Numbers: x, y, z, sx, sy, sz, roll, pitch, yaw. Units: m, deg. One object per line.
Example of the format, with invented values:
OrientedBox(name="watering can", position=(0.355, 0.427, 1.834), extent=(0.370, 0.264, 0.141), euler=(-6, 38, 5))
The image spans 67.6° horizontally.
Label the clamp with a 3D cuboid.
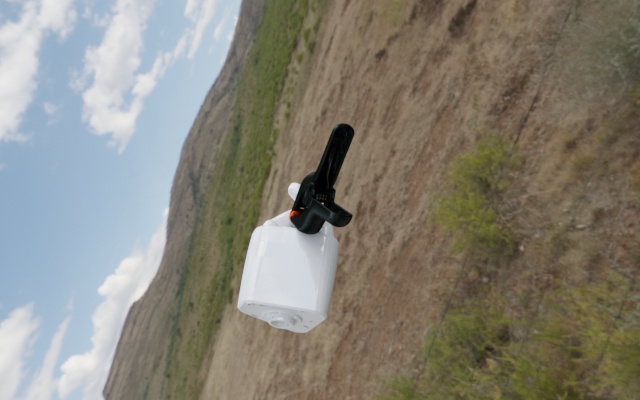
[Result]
OrientedBox(name="clamp", position=(-0.001, 0.002, 0.570), extent=(0.039, 0.120, 0.171), euler=(14, -34, -13))
